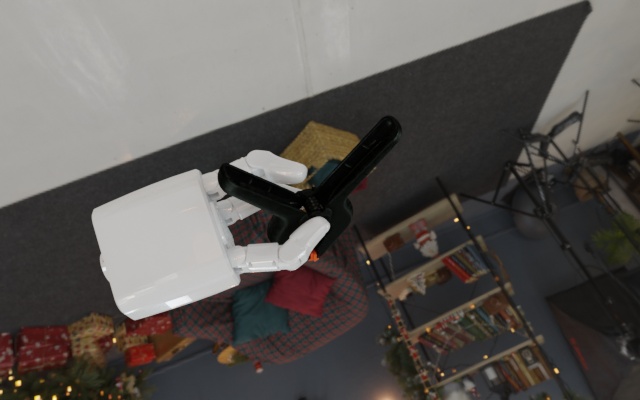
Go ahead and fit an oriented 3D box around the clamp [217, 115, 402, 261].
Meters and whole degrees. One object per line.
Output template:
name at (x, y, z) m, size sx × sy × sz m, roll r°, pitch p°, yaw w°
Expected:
clamp at (0.000, 0.003, 0.477) m, size 0.164 × 0.036 × 0.210 m, roll -21°, pitch -29°, yaw -7°
